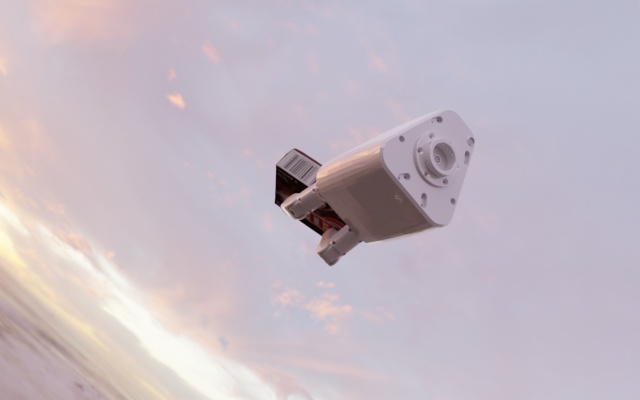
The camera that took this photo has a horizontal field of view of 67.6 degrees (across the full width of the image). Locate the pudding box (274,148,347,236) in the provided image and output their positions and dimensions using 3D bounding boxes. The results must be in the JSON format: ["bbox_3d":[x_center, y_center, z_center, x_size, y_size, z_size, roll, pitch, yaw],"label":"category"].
[{"bbox_3d":[0.000,0.002,0.556,0.113,0.039,0.090,36,-28,14],"label":"pudding box"}]
